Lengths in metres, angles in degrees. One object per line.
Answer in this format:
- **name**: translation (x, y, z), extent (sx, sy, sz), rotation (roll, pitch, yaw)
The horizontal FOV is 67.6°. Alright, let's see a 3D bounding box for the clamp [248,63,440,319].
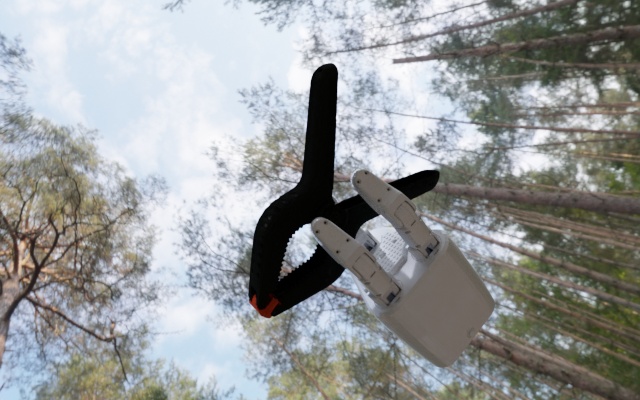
- **clamp**: translation (-0.001, 0.002, 0.413), extent (0.165, 0.210, 0.036), rotation (46, -12, -27)
